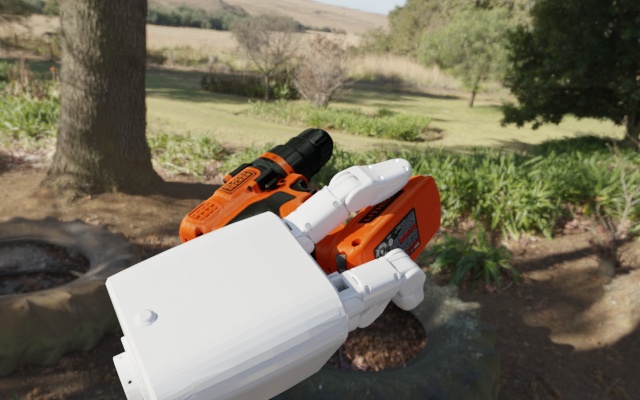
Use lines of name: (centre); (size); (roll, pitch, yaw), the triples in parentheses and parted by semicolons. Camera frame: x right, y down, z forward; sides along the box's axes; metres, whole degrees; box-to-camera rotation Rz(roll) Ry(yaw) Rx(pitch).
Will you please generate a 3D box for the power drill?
power drill: (0.000, 0.002, 0.400); (0.187, 0.057, 0.184); (14, 46, 41)
